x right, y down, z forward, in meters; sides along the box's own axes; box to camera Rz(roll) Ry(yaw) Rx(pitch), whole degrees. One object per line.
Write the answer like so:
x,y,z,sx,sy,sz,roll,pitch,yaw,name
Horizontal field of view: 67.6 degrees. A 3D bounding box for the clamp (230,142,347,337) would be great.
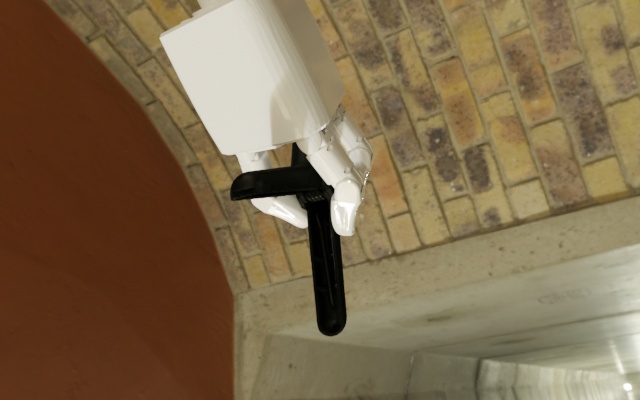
-0.001,0.001,0.428,0.036,0.165,0.209,-12,29,23,clamp
